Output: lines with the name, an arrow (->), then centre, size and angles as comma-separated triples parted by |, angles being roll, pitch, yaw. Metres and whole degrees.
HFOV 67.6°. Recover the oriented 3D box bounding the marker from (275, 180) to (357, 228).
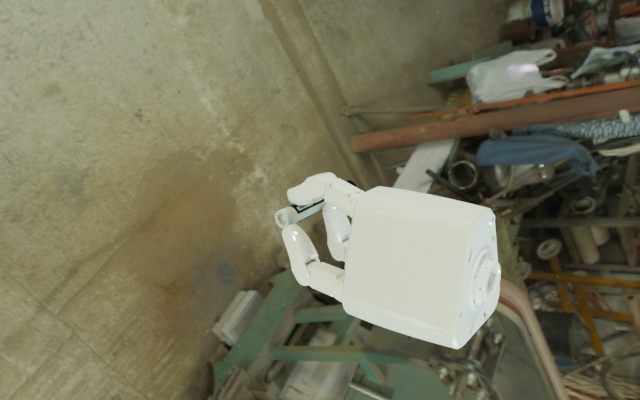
marker -> 0.000, 0.002, 0.512 | 0.020, 0.020, 0.121 | 0, 17, 42
